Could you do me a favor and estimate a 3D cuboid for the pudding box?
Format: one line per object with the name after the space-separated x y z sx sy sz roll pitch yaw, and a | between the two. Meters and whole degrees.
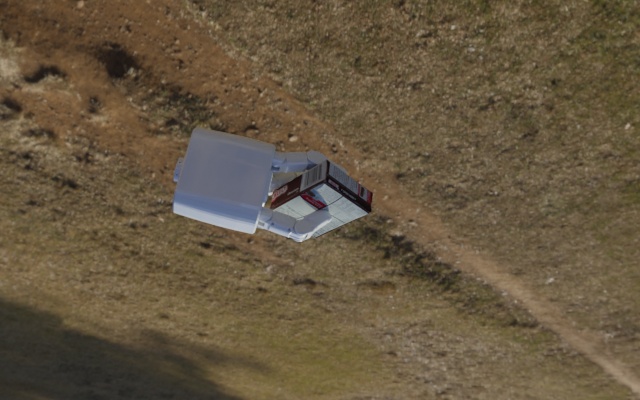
0.000 0.002 0.648 0.090 0.039 0.113 33 -41 -32 | pudding box
